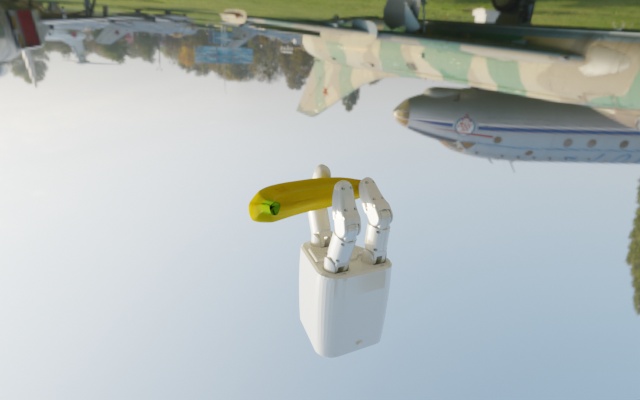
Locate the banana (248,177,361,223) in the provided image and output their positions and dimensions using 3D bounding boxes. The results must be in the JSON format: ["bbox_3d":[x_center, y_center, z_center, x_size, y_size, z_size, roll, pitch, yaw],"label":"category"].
[{"bbox_3d":[-0.018,-0.001,0.525,0.069,0.037,0.198,11,15,31],"label":"banana"}]
